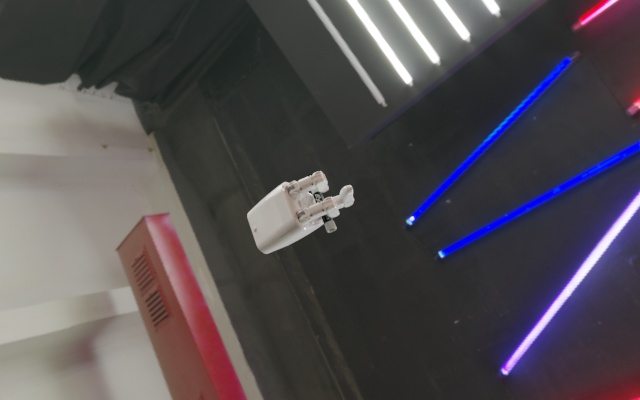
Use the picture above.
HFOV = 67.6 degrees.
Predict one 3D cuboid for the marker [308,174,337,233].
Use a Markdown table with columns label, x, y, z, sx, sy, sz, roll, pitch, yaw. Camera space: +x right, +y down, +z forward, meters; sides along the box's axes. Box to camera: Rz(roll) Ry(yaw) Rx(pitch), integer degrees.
| label | x | y | z | sx | sy | sz | roll | pitch | yaw |
| --- | --- | --- | --- | --- | --- | --- | --- | --- | --- |
| marker | 0.000 | 0.003 | 0.889 | 0.020 | 0.121 | 0.020 | -18 | -24 | -9 |
